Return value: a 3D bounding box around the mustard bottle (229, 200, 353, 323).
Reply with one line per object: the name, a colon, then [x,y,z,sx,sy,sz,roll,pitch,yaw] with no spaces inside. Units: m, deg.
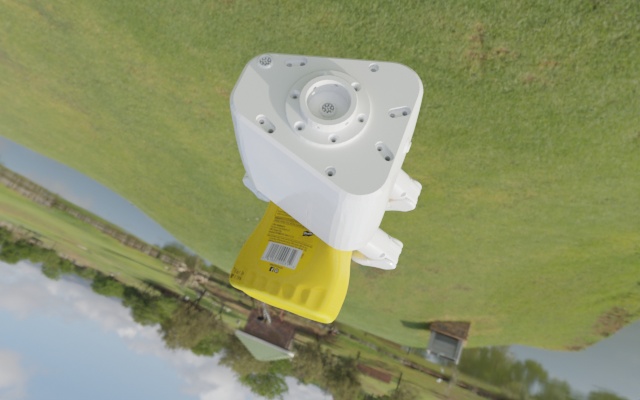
mustard bottle: [0.000,0.002,0.419,0.096,0.191,0.058,12,-20,29]
